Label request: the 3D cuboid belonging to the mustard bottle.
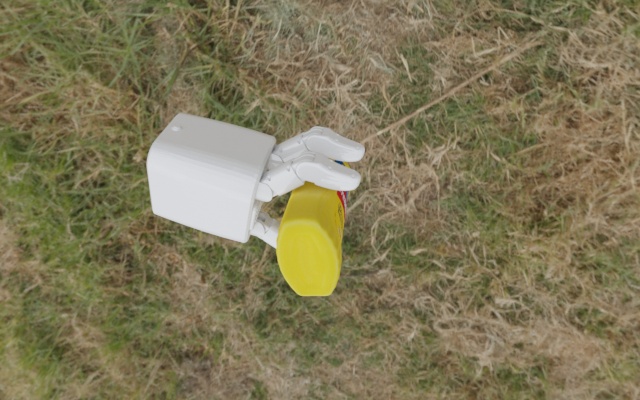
[{"bbox_3d":[0.000,0.002,0.504,0.058,0.096,0.191,-4,35,11],"label":"mustard bottle"}]
